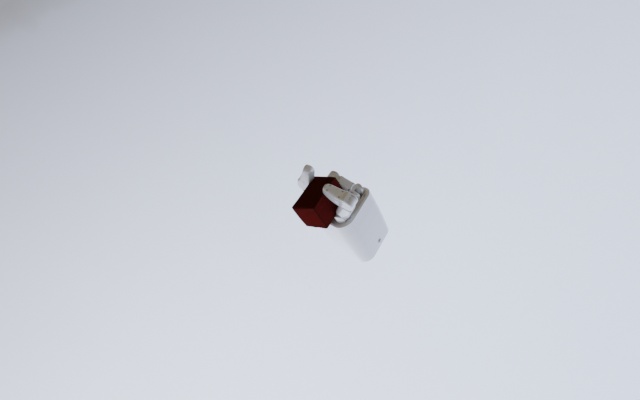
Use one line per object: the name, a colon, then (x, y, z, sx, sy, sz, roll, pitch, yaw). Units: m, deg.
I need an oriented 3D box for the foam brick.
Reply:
foam brick: (0.000, 0.003, 0.823, 0.053, 0.078, 0.051, 5, -41, 42)
